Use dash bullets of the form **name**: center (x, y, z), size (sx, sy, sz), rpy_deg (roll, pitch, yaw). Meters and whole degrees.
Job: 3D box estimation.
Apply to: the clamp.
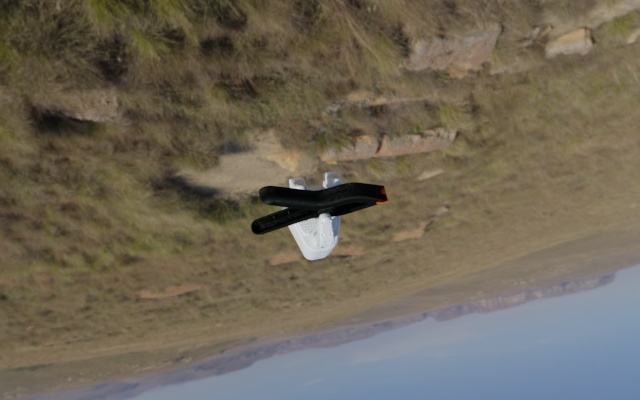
- **clamp**: center (0.001, 0.003, 0.693), size (0.210, 0.036, 0.165), rpy_deg (-11, -16, -9)
